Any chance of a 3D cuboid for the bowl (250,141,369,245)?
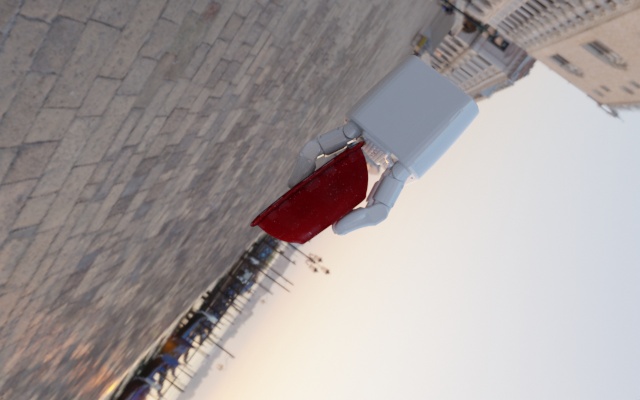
[{"bbox_3d":[-0.001,0.003,0.547,0.162,0.055,0.162,-36,-1,-1],"label":"bowl"}]
